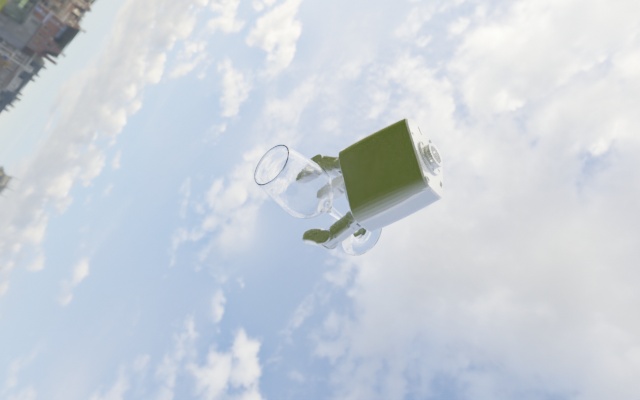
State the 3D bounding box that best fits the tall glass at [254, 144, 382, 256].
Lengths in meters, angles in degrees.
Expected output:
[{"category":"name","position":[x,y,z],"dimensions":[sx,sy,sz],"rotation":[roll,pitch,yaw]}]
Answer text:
[{"category":"tall glass","position":[0.000,0.003,0.668],"dimensions":[0.079,0.079,0.201],"rotation":[0,-29,47]}]
